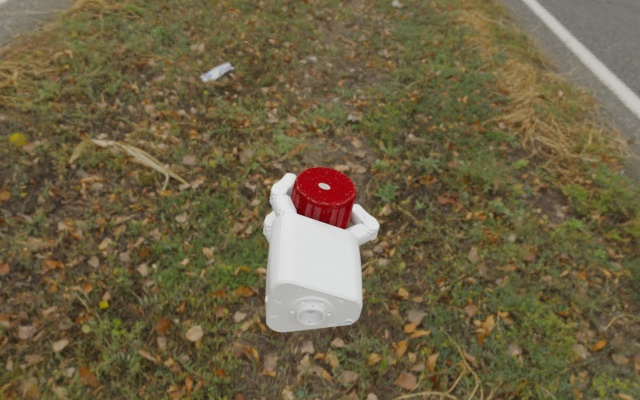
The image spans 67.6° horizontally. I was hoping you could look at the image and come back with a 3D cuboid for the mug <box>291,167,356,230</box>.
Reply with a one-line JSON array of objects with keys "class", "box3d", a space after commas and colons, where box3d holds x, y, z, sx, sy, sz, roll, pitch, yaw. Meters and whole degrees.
[{"class": "mug", "box3d": [0.000, 0.001, 0.643, 0.093, 0.082, 0.117, 6, 40, -8]}]
